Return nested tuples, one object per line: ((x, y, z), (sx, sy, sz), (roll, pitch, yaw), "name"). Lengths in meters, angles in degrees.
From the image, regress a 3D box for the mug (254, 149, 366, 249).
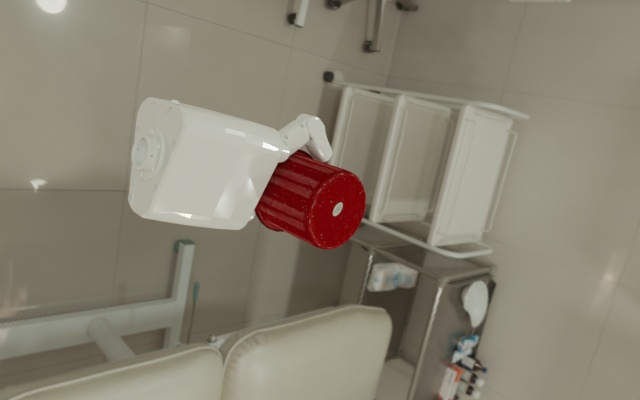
((0.001, 0.002, 0.501), (0.117, 0.093, 0.081), (9, 9, -46), "mug")
